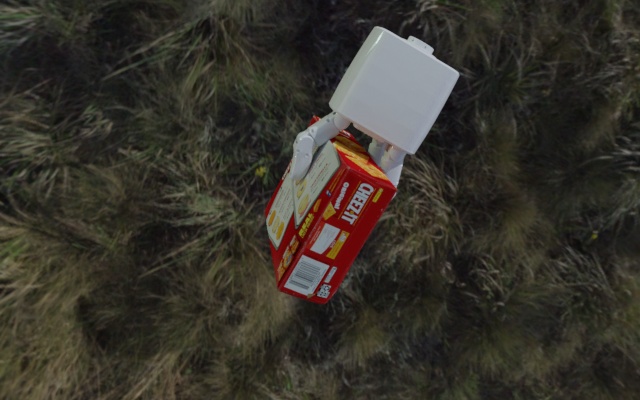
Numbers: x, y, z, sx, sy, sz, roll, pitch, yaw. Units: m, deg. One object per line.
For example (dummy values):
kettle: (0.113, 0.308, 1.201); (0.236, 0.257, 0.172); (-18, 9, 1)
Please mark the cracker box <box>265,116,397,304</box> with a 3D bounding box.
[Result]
cracker box: (0.000, 0.002, 0.607); (0.072, 0.164, 0.213); (23, 17, -19)
